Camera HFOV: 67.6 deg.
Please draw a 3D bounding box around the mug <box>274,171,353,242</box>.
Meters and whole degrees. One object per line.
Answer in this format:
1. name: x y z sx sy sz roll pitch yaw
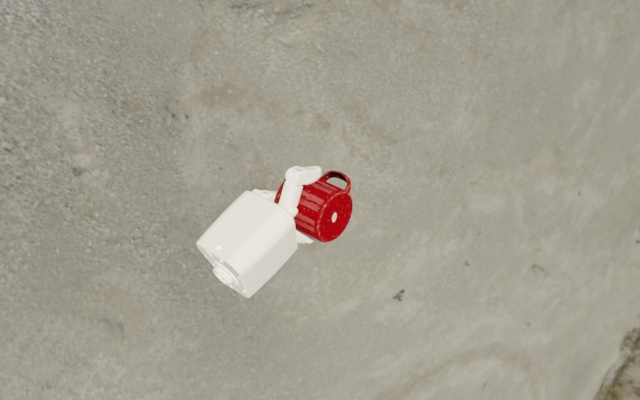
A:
1. mug: 0.001 0.001 0.703 0.081 0.117 0.093 25 -29 35
